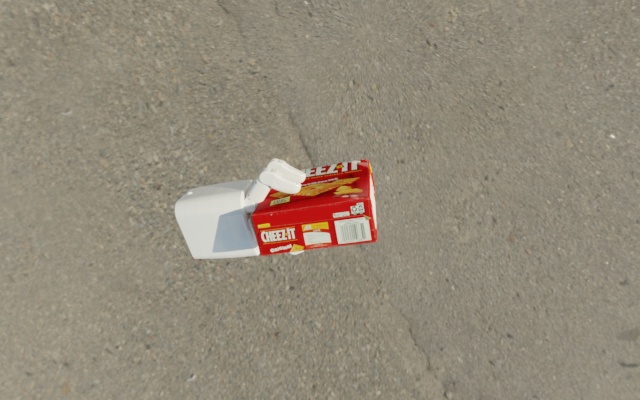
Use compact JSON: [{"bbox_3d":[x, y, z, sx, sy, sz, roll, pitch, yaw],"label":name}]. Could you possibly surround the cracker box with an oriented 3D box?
[{"bbox_3d":[0.000,0.003,0.730,0.164,0.072,0.213,-8,18,8],"label":"cracker box"}]
